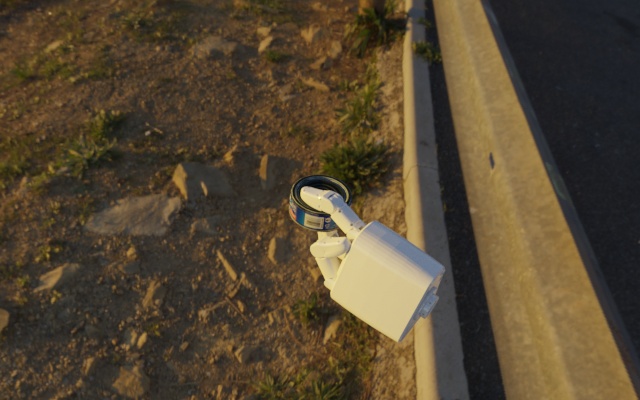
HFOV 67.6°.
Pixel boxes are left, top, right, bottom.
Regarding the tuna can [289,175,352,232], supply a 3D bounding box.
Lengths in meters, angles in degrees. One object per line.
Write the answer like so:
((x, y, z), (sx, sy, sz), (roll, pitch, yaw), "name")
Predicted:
((0.000, 0.002, 0.657), (0.086, 0.034, 0.086), (4, 41, -4), "tuna can")
